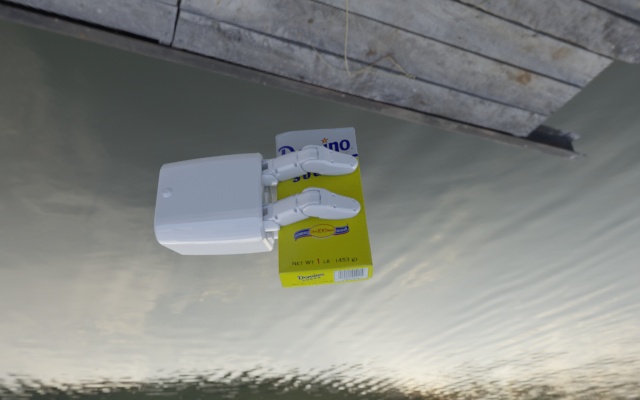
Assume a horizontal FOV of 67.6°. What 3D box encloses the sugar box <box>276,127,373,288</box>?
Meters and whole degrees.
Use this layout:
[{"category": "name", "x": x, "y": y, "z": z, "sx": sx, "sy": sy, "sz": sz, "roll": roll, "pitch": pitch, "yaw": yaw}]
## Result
[{"category": "sugar box", "x": 0.000, "y": 0.001, "z": 0.512, "sx": 0.093, "sy": 0.176, "sz": 0.048, "roll": -5, "pitch": -30, "yaw": -1}]
